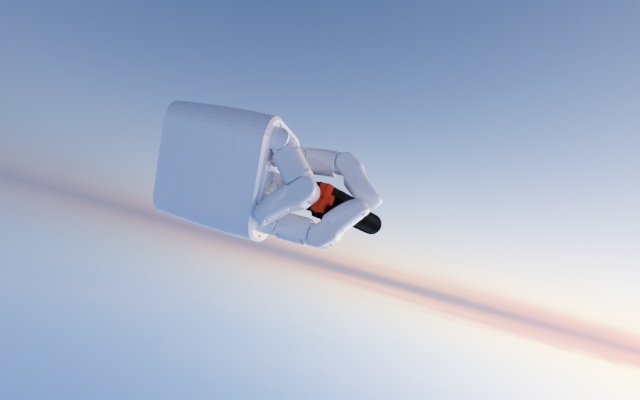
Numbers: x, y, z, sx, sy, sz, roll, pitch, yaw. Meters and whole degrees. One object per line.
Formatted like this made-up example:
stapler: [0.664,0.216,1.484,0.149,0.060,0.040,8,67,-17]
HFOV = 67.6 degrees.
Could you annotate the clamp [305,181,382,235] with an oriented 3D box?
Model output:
clamp: [0.000,0.002,0.509,0.120,0.039,0.171,14,-7,15]
